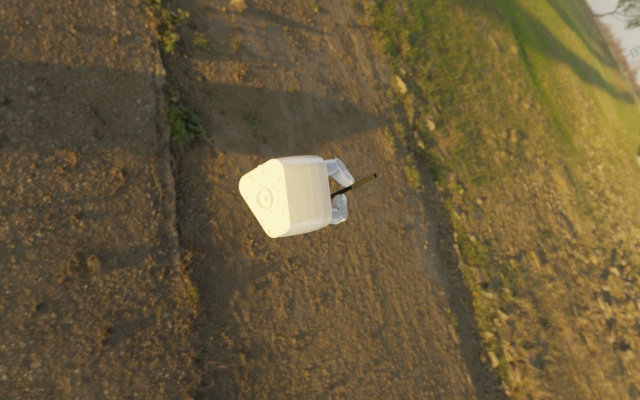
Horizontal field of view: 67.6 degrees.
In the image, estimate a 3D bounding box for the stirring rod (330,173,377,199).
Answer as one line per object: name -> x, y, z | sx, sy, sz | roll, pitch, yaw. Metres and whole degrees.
stirring rod -> 0.000, 0.003, 0.847 | 0.239, 0.011, 0.011 | -26, -15, 34
